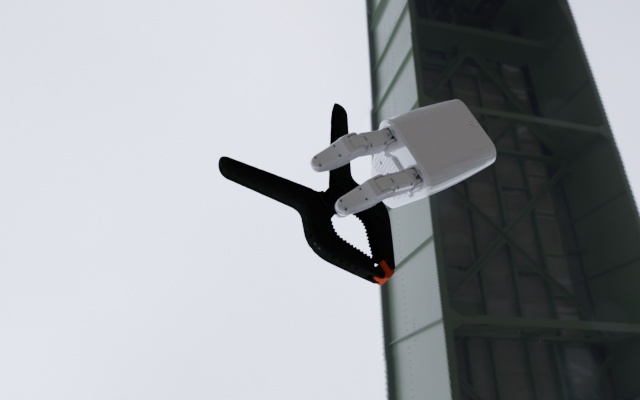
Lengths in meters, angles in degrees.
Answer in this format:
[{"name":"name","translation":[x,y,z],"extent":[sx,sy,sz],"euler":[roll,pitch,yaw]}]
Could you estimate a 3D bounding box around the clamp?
[{"name":"clamp","translation":[0.000,0.002,0.508],"extent":[0.164,0.210,0.036],"euler":[-23,-19,-19]}]
